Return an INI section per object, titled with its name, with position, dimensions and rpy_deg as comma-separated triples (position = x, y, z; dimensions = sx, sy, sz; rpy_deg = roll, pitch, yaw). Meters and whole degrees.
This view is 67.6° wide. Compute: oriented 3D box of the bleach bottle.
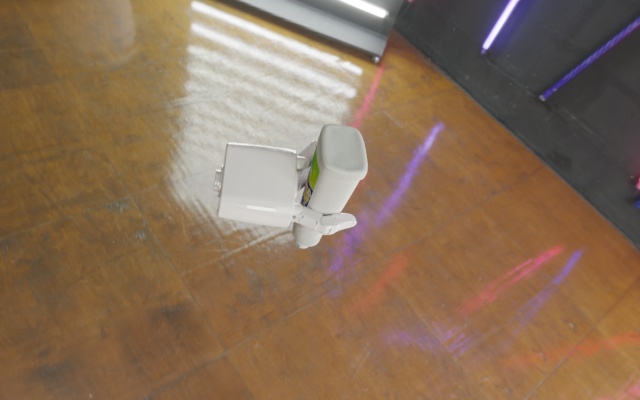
[bleach bottle]
position = 0.000, 0.002, 0.751
dimensions = 0.068, 0.102, 0.251
rpy_deg = 8, -40, -13
